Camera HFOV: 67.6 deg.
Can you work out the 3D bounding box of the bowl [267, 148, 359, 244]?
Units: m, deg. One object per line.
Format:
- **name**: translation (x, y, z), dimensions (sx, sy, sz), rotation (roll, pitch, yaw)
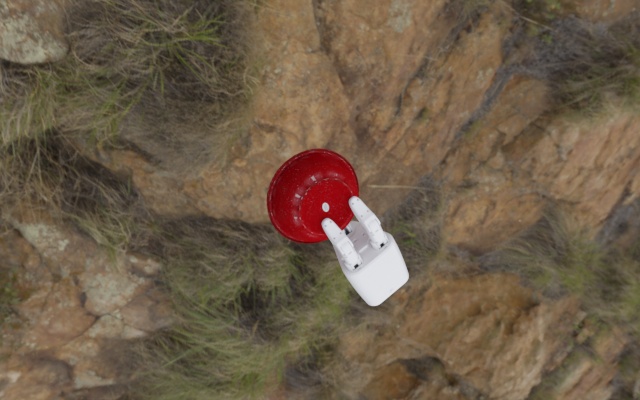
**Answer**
- **bowl**: translation (-0.001, 0.002, 0.750), dimensions (0.162, 0.162, 0.055), rotation (0, 17, -24)
